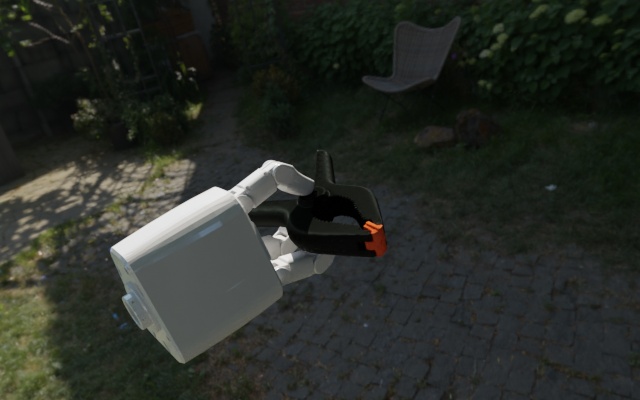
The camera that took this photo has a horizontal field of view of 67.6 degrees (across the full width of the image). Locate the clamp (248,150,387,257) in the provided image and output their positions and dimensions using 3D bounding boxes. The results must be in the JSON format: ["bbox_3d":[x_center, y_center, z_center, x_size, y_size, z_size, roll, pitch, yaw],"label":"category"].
[{"bbox_3d":[0.000,0.001,0.498,0.164,0.036,0.210,-36,34,-29],"label":"clamp"}]
